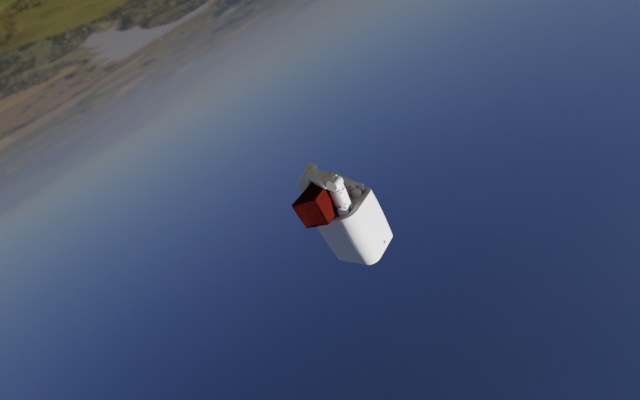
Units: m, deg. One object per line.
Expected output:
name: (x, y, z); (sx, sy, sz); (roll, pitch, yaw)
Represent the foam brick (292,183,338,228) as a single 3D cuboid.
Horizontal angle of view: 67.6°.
foam brick: (0.000, 0.003, 0.808); (0.053, 0.051, 0.078); (-12, 27, 39)
